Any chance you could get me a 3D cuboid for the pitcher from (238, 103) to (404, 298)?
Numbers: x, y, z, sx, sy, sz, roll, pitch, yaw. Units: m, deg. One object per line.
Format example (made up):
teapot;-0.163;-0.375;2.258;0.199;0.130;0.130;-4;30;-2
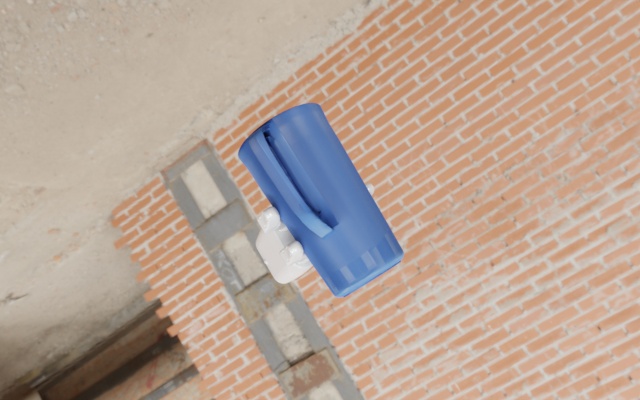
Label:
pitcher;0.000;0.002;0.631;0.149;0.243;0.145;-27;-12;-30
